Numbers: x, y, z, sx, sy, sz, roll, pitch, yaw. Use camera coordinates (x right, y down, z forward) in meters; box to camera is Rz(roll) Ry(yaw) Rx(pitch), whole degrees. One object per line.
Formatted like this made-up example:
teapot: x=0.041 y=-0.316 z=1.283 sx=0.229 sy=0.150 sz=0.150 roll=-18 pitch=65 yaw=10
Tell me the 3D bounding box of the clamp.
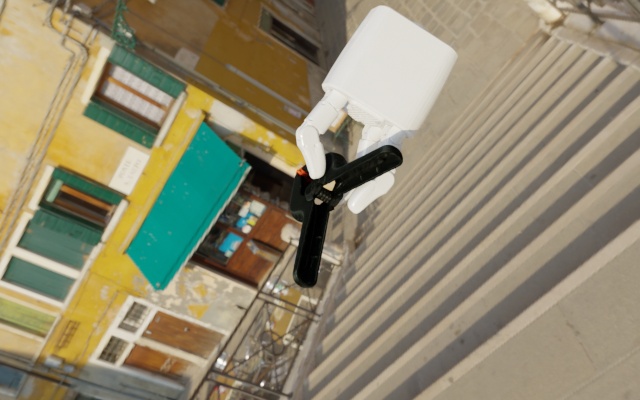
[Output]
clamp: x=-0.001 y=0.001 z=0.544 sx=0.036 sy=0.164 sz=0.210 roll=34 pitch=-1 yaw=-21
